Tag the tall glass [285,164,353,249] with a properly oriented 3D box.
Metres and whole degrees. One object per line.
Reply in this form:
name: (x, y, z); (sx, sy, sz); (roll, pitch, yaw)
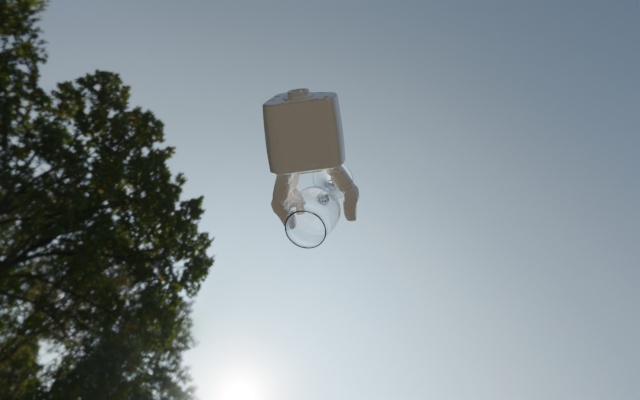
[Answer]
tall glass: (0.000, 0.002, 0.768); (0.079, 0.079, 0.201); (0, 24, 14)
